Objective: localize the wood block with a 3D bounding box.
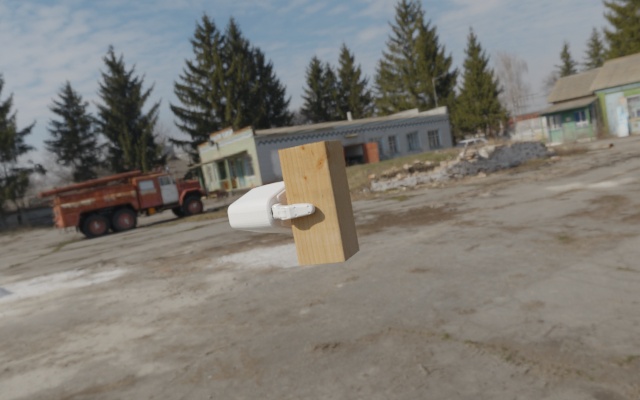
[{"bbox_3d":[0.000,0.003,0.849,0.090,0.206,0.091,-8,5,23],"label":"wood block"}]
